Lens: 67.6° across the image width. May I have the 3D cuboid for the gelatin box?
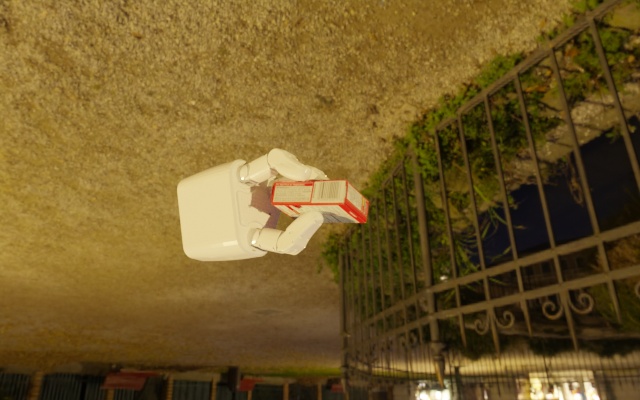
[{"bbox_3d":[0.000,0.002,0.531,0.089,0.030,0.073,0,-18,25],"label":"gelatin box"}]
